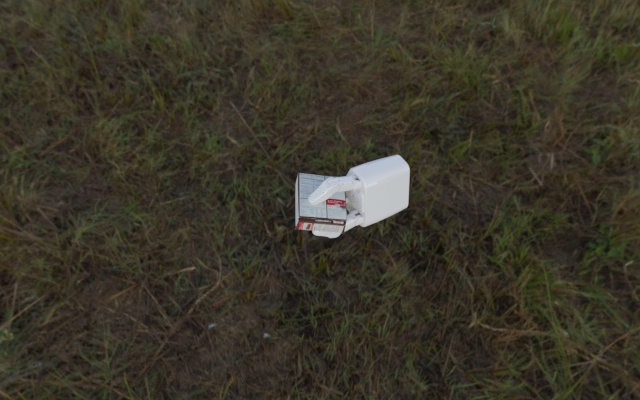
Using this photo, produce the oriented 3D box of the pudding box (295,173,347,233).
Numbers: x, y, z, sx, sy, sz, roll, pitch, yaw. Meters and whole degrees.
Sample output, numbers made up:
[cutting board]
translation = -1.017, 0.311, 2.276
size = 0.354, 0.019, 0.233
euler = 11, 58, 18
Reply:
[pudding box]
translation = 0.000, 0.003, 0.871
size = 0.090, 0.113, 0.039
euler = 5, -43, -8
